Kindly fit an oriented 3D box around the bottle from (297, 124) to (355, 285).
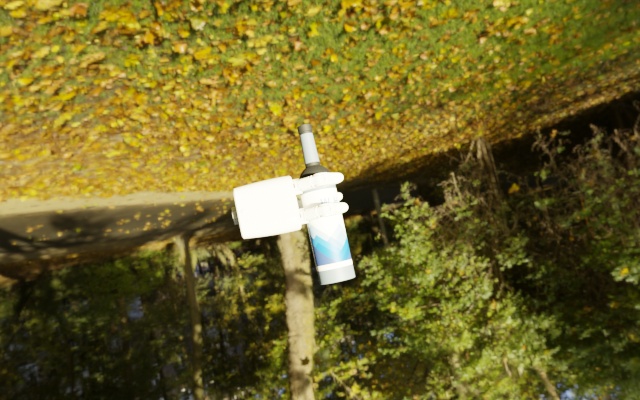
[{"bbox_3d":[0.000,0.003,0.884,0.069,0.295,0.069,-12,-5,-1],"label":"bottle"}]
